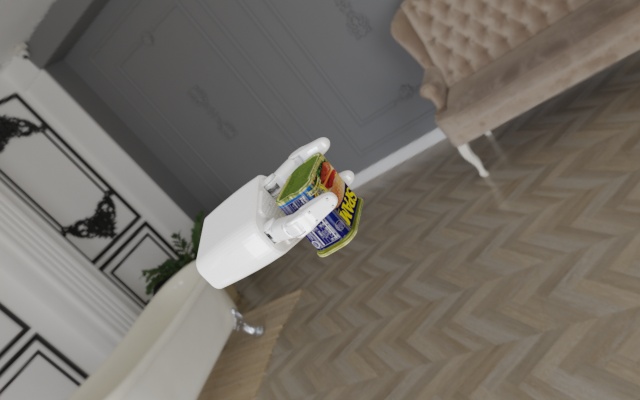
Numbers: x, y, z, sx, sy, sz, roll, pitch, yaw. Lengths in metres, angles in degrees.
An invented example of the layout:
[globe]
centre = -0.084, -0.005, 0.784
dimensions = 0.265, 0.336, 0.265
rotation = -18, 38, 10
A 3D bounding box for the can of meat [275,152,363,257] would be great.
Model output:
[can of meat]
centre = 0.000, 0.002, 0.566
dimensions = 0.057, 0.084, 0.102
rotation = -32, 19, 26
